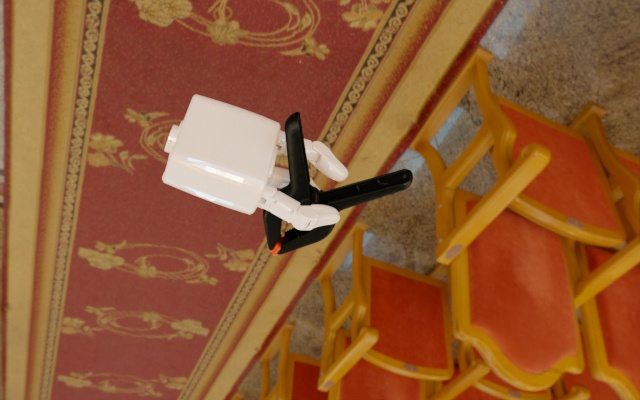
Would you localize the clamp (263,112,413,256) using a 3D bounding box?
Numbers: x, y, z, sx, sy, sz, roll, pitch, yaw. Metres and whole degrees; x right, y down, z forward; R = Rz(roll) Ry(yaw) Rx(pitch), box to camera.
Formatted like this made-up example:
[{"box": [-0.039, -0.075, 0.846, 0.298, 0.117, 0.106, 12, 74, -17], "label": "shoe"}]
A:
[{"box": [0.000, 0.003, 0.587, 0.164, 0.036, 0.210, 20, -49, -15], "label": "clamp"}]
